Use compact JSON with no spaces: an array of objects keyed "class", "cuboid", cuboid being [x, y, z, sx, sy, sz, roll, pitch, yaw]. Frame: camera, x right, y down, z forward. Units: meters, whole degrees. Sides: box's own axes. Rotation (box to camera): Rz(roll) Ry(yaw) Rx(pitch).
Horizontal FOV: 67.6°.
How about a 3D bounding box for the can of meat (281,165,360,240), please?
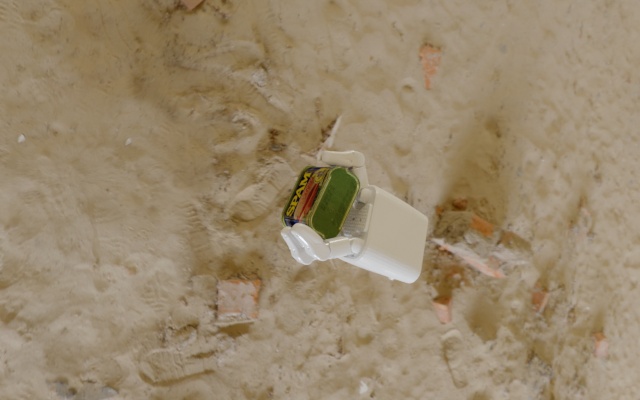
[{"class":"can of meat","cuboid":[0.000,0.002,0.655,0.057,0.102,0.084,29,-11,-26]}]
